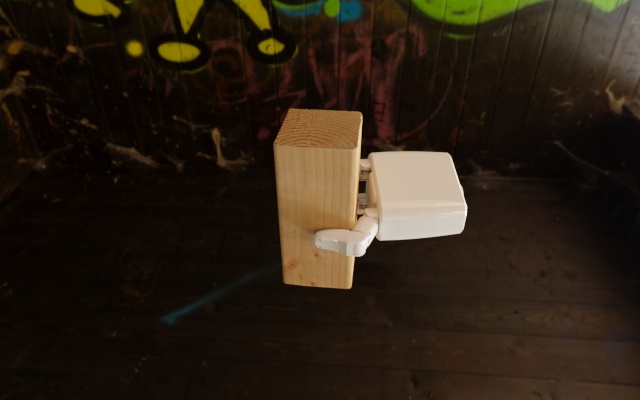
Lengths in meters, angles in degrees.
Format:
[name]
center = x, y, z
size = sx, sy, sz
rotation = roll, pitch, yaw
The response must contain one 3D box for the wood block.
[wood block]
center = 0.000, 0.002, 0.588
size = 0.090, 0.206, 0.090
rotation = 4, 36, 6
